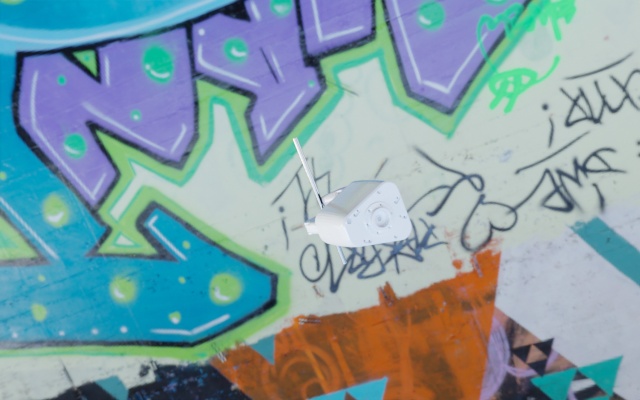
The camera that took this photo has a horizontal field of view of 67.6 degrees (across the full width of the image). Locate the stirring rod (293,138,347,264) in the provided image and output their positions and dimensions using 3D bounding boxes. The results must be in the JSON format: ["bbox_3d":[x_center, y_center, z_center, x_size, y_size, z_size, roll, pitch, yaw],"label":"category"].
[{"bbox_3d":[0.000,0.003,0.844,0.011,0.239,0.011,-21,9,3],"label":"stirring rod"}]
